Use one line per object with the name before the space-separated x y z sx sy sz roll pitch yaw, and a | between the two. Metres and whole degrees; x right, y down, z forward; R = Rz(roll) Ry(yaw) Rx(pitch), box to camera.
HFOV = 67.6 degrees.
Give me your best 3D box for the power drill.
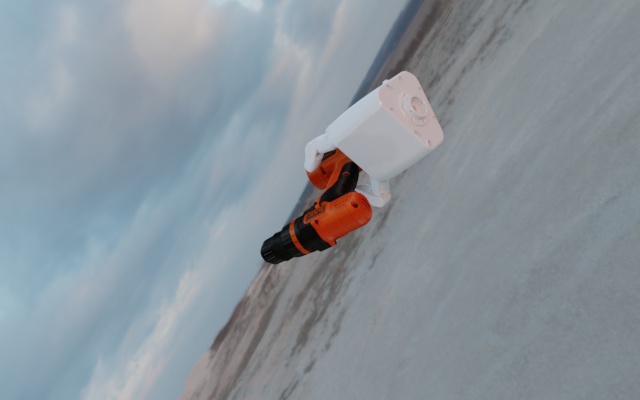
power drill | 0.000 0.002 0.708 0.184 0.057 0.187 -26 30 29
